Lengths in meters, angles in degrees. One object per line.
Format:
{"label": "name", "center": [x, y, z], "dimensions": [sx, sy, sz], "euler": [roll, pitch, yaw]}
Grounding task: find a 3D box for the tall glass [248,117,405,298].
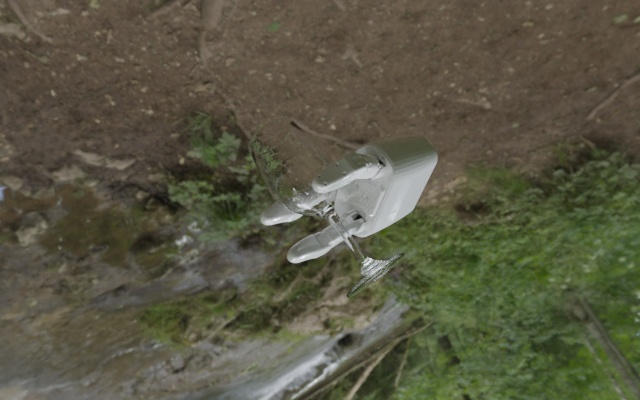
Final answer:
{"label": "tall glass", "center": [0.000, 0.002, 0.519], "dimensions": [0.079, 0.201, 0.079], "euler": [-34, -17, -12]}
